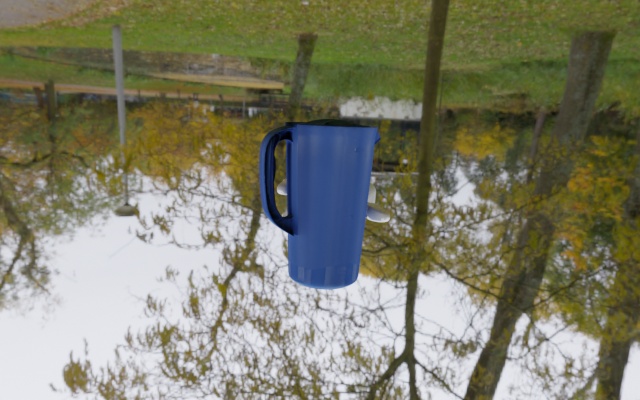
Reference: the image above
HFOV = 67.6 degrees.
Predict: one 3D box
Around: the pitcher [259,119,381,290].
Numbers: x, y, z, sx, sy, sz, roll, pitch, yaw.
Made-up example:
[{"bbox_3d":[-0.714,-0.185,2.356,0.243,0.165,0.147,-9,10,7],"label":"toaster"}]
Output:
[{"bbox_3d":[0.000,0.002,0.705,0.149,0.243,0.145,6,11,15],"label":"pitcher"}]
